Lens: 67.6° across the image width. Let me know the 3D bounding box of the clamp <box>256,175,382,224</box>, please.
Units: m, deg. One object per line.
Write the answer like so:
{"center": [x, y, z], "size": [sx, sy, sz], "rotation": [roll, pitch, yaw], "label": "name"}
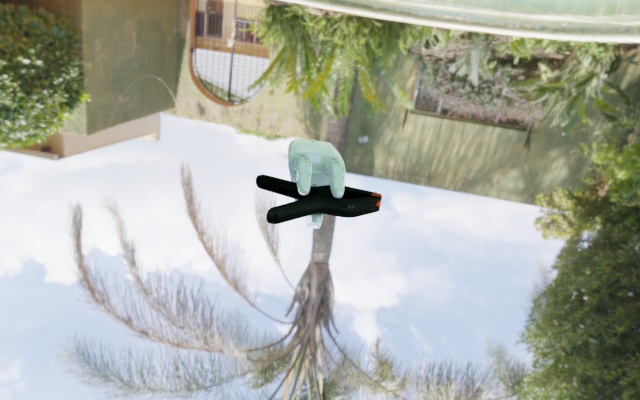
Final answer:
{"center": [0.001, 0.003, 0.765], "size": [0.210, 0.036, 0.164], "rotation": [5, 22, -9], "label": "clamp"}
